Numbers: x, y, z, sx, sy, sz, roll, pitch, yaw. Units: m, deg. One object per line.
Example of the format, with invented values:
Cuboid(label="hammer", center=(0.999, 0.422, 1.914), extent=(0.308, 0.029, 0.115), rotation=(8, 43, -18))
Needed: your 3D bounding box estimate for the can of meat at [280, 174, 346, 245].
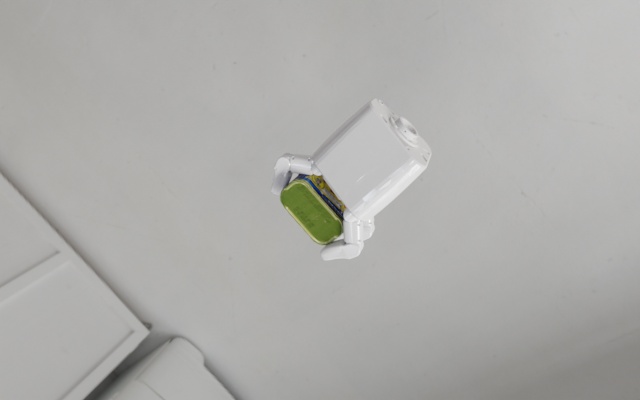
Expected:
Cuboid(label="can of meat", center=(0.000, 0.002, 0.660), extent=(0.057, 0.102, 0.084), rotation=(-40, 5, 28))
